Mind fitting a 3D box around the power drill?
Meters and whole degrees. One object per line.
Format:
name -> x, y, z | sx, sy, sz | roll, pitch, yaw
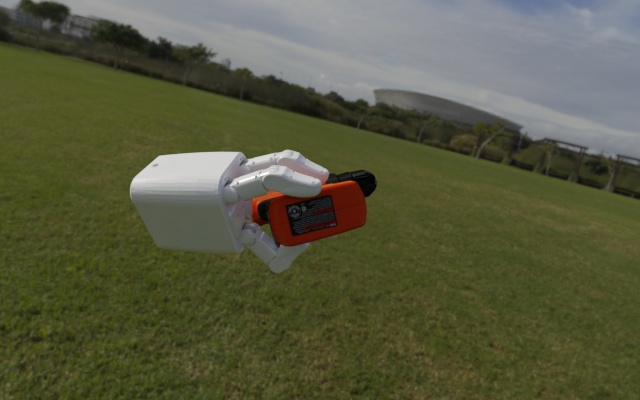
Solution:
power drill -> 0.000, 0.002, 0.597 | 0.184, 0.057, 0.187 | -16, 7, -7
